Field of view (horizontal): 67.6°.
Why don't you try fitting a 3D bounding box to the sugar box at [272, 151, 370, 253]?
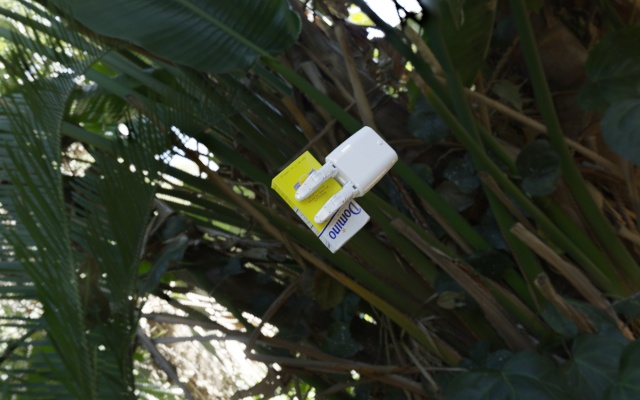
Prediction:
[{"bbox_3d":[0.000,0.003,0.895,0.093,0.176,0.048,-42,-8,-17],"label":"sugar box"}]
